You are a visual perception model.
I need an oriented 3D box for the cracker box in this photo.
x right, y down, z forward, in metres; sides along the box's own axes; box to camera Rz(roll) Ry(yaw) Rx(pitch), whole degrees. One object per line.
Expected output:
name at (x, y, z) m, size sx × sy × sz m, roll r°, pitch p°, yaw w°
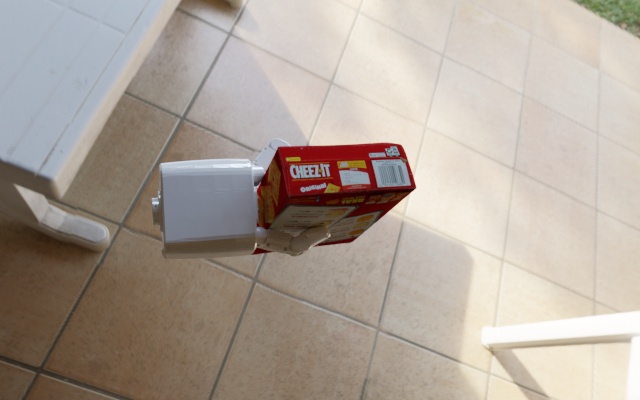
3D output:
cracker box at (0.000, 0.002, 0.634) m, size 0.164 × 0.072 × 0.214 m, roll -5°, pitch -21°, yaw -21°
